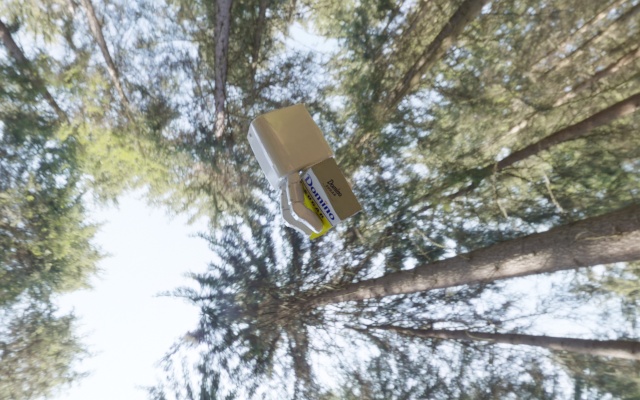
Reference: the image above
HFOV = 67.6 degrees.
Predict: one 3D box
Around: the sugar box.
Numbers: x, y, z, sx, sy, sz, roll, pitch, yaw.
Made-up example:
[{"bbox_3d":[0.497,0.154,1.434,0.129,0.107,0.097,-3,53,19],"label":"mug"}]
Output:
[{"bbox_3d":[0.000,0.003,0.772,0.048,0.093,0.176,-28,-5,-18],"label":"sugar box"}]
